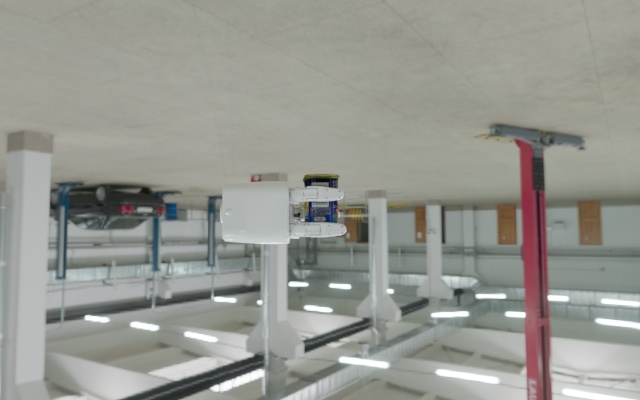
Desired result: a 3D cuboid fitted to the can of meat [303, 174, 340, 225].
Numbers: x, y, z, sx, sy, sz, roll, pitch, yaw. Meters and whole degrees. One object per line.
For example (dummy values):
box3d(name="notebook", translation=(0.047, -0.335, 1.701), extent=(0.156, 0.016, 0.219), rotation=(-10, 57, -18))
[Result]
box3d(name="can of meat", translation=(0.000, 0.003, 0.796), extent=(0.057, 0.084, 0.102), rotation=(0, -4, -5))
